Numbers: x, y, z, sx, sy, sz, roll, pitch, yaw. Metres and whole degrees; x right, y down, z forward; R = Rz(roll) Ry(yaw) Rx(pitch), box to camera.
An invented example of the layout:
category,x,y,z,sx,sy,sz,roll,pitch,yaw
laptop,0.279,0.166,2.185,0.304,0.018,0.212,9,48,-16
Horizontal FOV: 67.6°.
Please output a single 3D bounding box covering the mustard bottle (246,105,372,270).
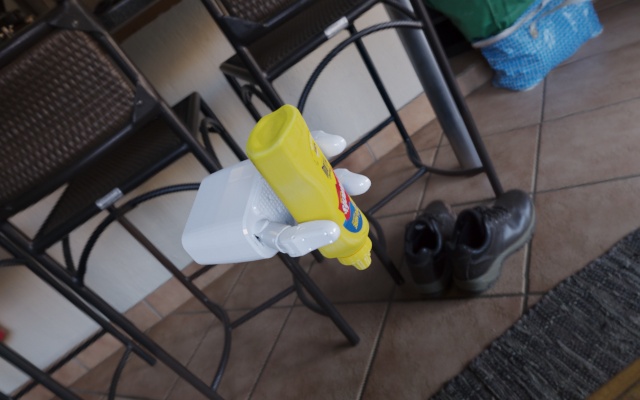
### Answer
category,x,y,z,sx,sy,sz,roll,pitch,yaw
mustard bottle,0.000,0.001,0.488,0.058,0.192,0.096,-27,29,14
